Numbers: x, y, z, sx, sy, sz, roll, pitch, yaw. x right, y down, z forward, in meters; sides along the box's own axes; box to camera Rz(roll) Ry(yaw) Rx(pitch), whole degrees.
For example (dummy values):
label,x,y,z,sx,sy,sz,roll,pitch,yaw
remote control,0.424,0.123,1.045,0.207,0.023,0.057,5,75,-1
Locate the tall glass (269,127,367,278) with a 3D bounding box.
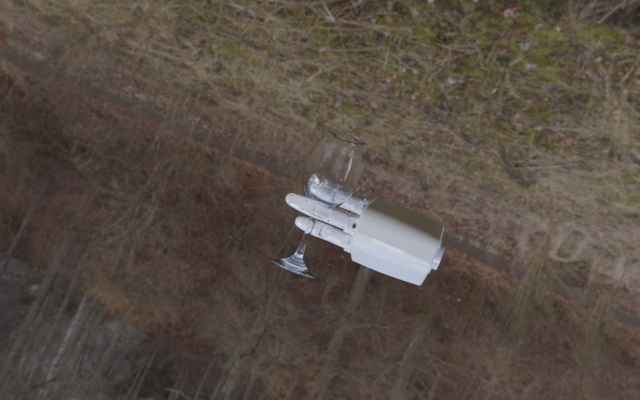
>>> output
label,x,y,z,sx,sy,sz,roll,pitch,yaw
tall glass,0.000,0.003,0.669,0.079,0.201,0.079,22,-1,0
